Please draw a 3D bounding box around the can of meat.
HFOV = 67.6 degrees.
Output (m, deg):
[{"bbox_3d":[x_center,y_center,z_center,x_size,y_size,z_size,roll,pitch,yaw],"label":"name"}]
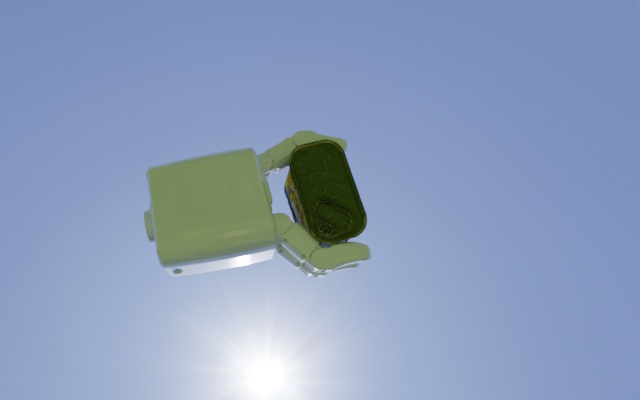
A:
[{"bbox_3d":[0.000,0.002,0.493,0.057,0.102,0.084,-15,-13,-14],"label":"can of meat"}]
